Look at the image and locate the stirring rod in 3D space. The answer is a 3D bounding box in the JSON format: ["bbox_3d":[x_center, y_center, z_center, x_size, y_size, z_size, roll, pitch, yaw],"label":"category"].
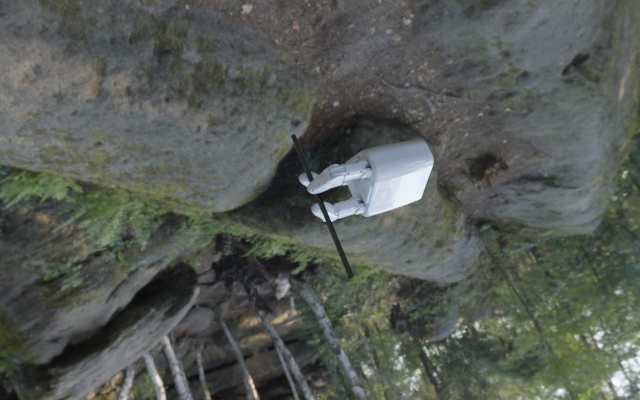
[{"bbox_3d":[0.000,0.002,0.707,0.011,0.239,0.011,-19,-21,-8],"label":"stirring rod"}]
